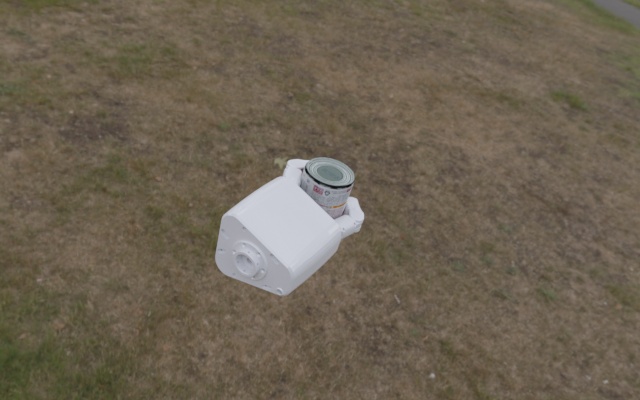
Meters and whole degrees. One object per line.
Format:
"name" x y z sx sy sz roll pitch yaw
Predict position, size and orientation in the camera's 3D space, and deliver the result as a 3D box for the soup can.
"soup can" 0.001 0.002 0.639 0.068 0.102 0.068 12 35 -8
